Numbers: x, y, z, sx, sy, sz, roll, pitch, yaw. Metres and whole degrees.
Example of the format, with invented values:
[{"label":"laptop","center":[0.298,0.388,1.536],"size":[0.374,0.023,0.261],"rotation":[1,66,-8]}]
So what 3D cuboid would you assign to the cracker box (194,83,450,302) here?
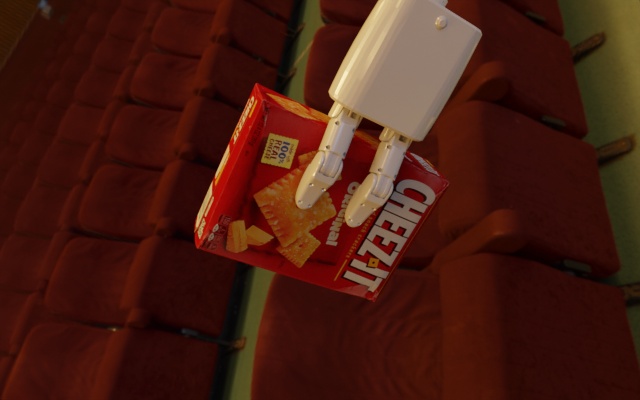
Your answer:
[{"label":"cracker box","center":[0.000,0.001,0.495],"size":[0.214,0.164,0.072],"rotation":[21,21,-22]}]
